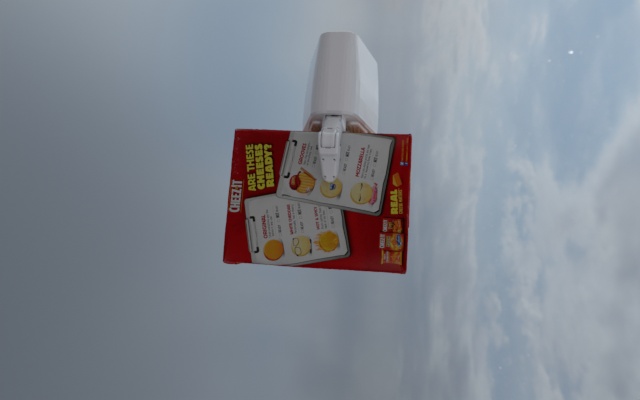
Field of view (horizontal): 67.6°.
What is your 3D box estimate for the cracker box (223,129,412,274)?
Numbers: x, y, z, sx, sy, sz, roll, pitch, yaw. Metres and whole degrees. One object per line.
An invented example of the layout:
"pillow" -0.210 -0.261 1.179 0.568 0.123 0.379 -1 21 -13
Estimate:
"cracker box" 0.000 0.002 0.583 0.213 0.164 0.072 2 -9 8
